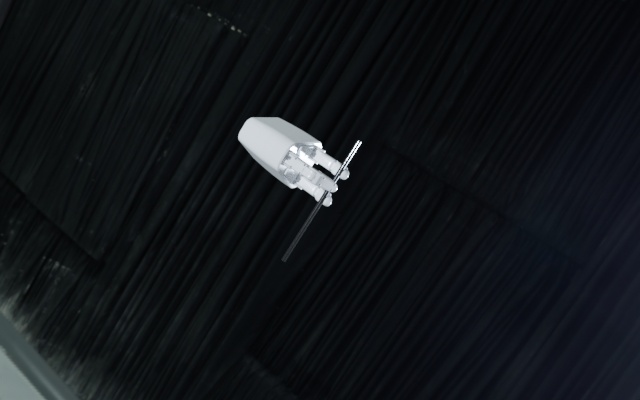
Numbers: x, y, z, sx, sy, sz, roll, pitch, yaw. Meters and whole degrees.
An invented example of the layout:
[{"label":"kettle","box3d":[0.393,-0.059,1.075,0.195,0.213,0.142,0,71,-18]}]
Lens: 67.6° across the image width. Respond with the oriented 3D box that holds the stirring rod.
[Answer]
[{"label":"stirring rod","box3d":[0.000,0.003,0.804,0.011,0.239,0.011,32,8,-5]}]
